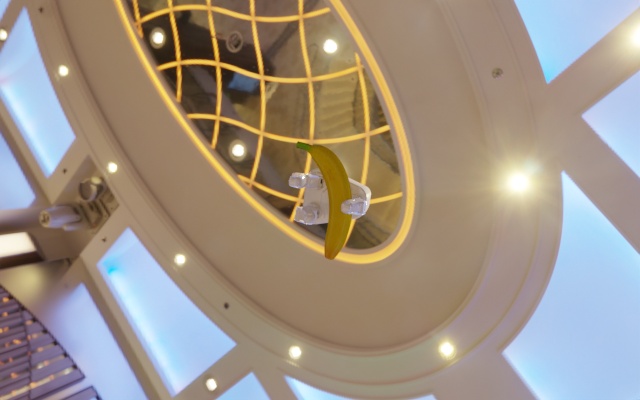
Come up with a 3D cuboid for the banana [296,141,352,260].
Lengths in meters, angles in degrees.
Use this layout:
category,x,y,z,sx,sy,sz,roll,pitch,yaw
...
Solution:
category,x,y,z,sx,sy,sz,roll,pitch,yaw
banana,0.017,-0.006,0.768,0.069,0.198,0.037,-15,5,-3
